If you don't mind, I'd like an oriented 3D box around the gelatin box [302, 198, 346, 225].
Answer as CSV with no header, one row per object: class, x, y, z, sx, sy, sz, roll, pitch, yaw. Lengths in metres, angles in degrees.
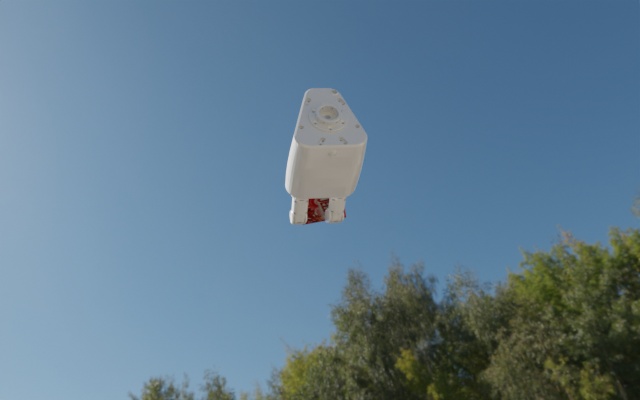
gelatin box,0.000,0.002,0.744,0.073,0.030,0.089,-10,-29,1
